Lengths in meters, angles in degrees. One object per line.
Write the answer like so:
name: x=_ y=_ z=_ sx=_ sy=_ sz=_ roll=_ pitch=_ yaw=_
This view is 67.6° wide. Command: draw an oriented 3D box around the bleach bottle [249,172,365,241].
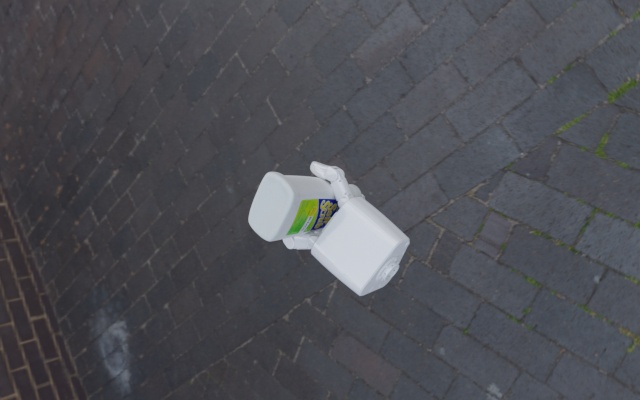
bleach bottle: x=0.000 y=0.003 z=0.782 sx=0.068 sy=0.103 sz=0.251 roll=39 pitch=26 yaw=28
